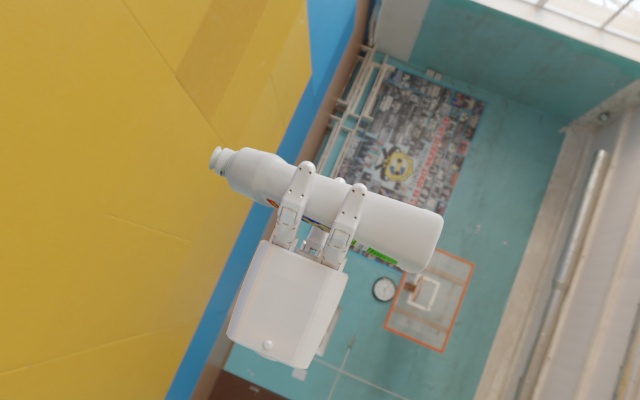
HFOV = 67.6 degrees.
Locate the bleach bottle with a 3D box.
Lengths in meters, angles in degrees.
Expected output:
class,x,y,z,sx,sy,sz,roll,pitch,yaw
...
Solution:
class,x,y,z,sx,sy,sz,roll,pitch,yaw
bleach bottle,0.000,0.002,0.521,0.251,0.068,0.102,22,-6,5
